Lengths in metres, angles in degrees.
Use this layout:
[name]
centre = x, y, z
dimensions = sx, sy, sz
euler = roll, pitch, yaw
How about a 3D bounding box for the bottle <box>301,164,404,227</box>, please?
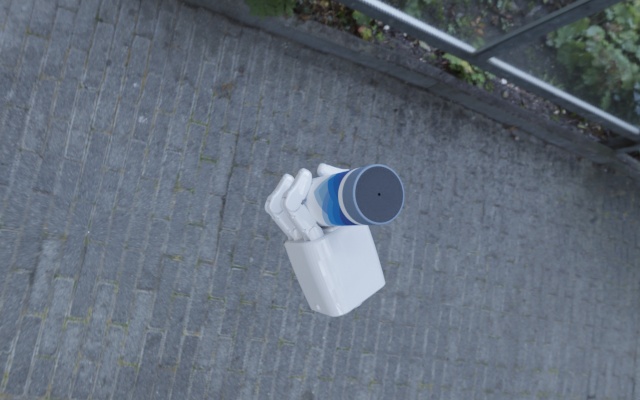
[bottle]
centre = 0.000, 0.002, 0.649
dimensions = 0.069, 0.069, 0.296
euler = 0, -3, -26
